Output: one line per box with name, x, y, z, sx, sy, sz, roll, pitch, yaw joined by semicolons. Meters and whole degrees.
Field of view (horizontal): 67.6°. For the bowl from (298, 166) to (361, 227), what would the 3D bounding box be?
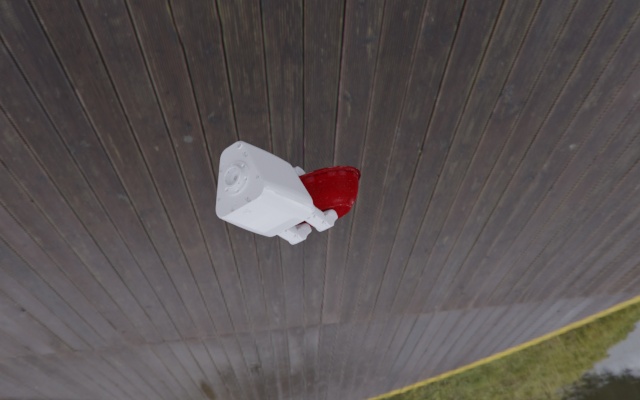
bowl;0.001;0.003;0.810;0.162;0.055;0.162;-17;-18;-6
